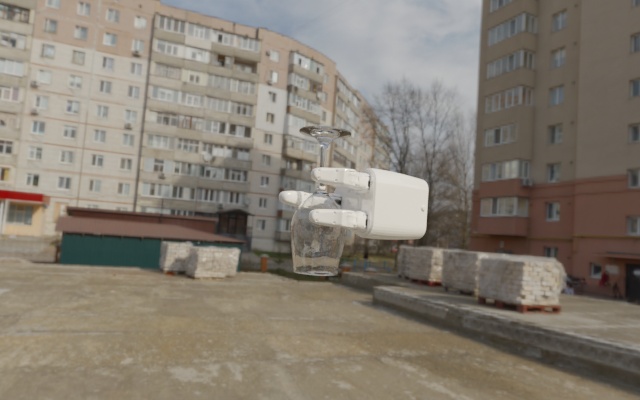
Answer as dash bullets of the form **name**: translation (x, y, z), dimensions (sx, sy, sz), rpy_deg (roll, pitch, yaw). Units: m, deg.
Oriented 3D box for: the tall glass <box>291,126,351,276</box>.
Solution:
- **tall glass**: translation (0.000, 0.001, 0.669), dimensions (0.079, 0.201, 0.079), rpy_deg (4, -4, 0)
